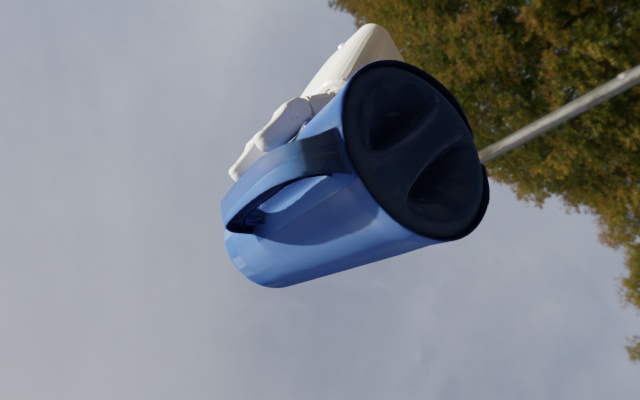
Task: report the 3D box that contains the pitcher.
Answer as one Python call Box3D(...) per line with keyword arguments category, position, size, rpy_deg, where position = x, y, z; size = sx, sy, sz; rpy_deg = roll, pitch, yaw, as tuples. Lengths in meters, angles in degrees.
Box3D(category="pitcher", position=(0.000, 0.001, 0.404), size=(0.149, 0.145, 0.243), rpy_deg=(38, -36, -16))
